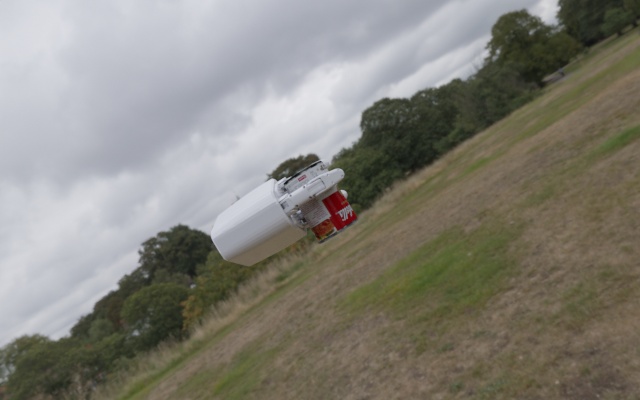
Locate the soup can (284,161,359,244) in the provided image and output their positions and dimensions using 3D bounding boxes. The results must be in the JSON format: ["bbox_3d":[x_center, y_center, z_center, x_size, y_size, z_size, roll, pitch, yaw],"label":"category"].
[{"bbox_3d":[0.000,0.002,0.691,0.068,0.102,0.068,-32,-1,-1],"label":"soup can"}]
